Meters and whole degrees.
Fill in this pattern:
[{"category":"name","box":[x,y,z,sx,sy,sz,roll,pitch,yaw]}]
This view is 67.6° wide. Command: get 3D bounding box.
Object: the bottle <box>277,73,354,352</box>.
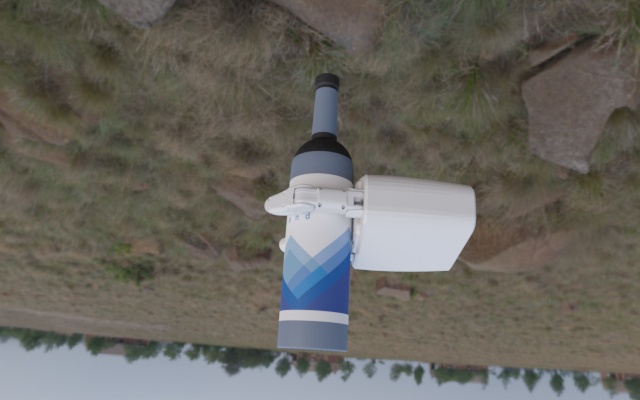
[{"category":"bottle","box":[0.000,0.002,0.497,0.069,0.295,0.069,3,-18,1]}]
